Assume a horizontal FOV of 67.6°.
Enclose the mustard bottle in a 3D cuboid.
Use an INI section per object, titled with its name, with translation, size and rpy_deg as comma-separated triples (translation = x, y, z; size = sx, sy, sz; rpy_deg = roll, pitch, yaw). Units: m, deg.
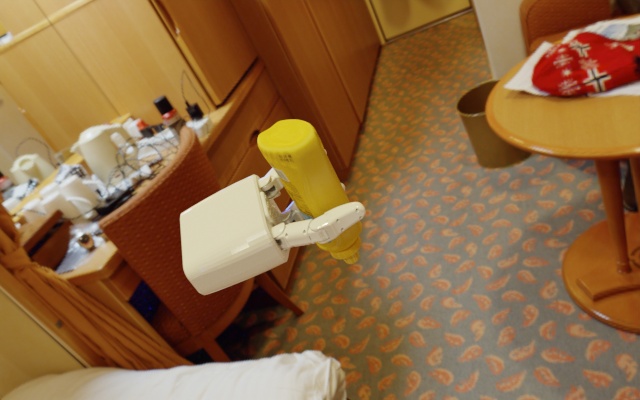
[mustard bottle]
translation = 0.000, 0.001, 0.553
size = 0.058, 0.192, 0.096
rpy_deg = -37, 31, -15
